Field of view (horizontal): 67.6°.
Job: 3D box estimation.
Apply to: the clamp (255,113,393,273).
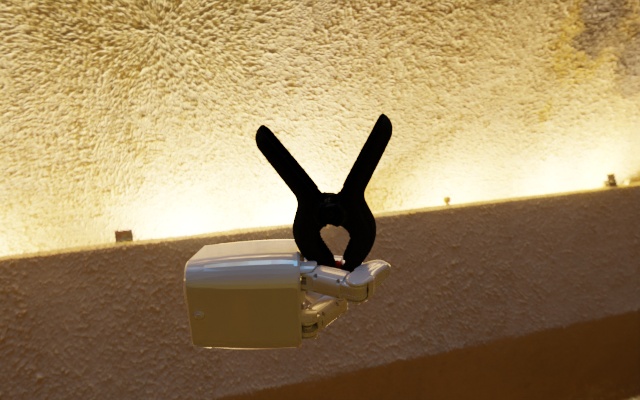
[{"bbox_3d":[0.000,0.001,0.444,0.120,0.171,0.039,6,21,11],"label":"clamp"}]
